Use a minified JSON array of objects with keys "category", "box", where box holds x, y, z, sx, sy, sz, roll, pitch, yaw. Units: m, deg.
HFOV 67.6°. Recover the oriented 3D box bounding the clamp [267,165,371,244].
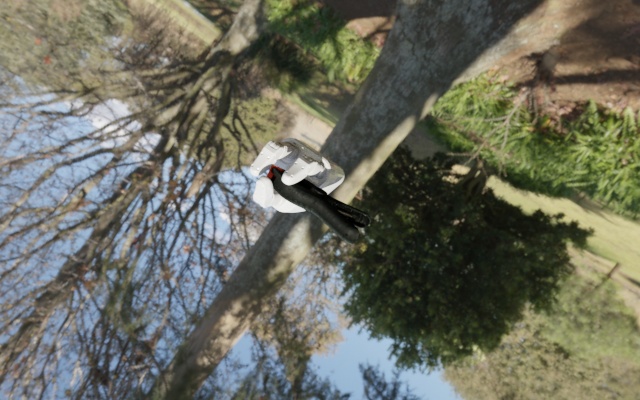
[{"category":"clamp","box":[0.000,0.003,0.704,0.171,0.039,0.120,37,11,15]}]
